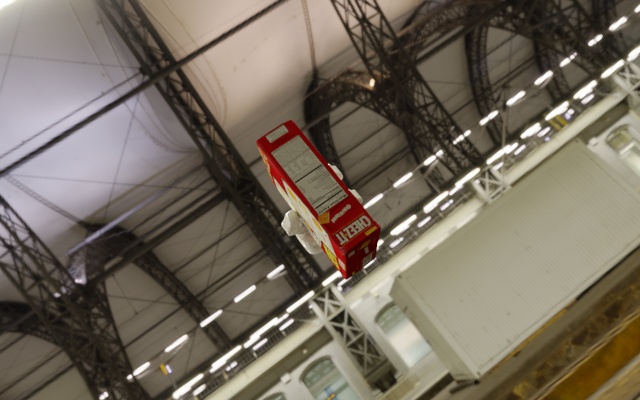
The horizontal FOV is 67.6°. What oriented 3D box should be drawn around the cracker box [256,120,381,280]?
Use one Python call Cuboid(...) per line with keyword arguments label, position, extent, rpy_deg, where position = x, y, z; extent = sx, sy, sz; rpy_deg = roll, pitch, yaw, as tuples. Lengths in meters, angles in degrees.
Cuboid(label="cracker box", position=(0.000, 0.002, 0.726), extent=(0.072, 0.213, 0.164), rpy_deg=(-35, -19, -9))
